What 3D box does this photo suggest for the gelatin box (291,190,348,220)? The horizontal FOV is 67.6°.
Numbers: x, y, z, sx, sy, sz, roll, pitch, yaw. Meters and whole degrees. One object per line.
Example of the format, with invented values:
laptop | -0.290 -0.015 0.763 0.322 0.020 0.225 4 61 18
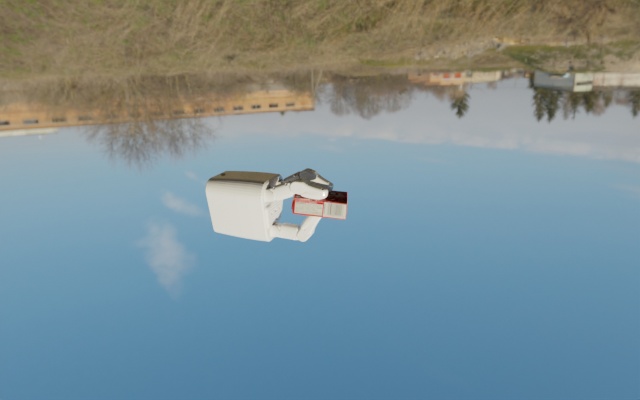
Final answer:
gelatin box | 0.000 0.003 0.792 0.089 0.030 0.073 7 16 2
